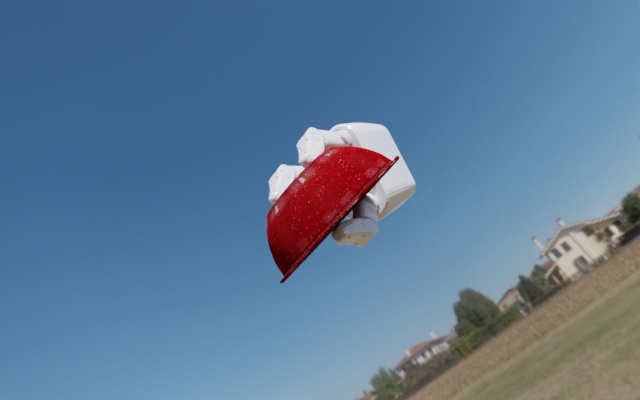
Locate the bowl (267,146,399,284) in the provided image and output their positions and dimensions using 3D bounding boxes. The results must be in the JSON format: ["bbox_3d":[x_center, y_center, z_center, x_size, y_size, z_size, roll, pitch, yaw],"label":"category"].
[{"bbox_3d":[-0.001,0.001,0.450,0.055,0.162,0.162,43,3,3],"label":"bowl"}]
